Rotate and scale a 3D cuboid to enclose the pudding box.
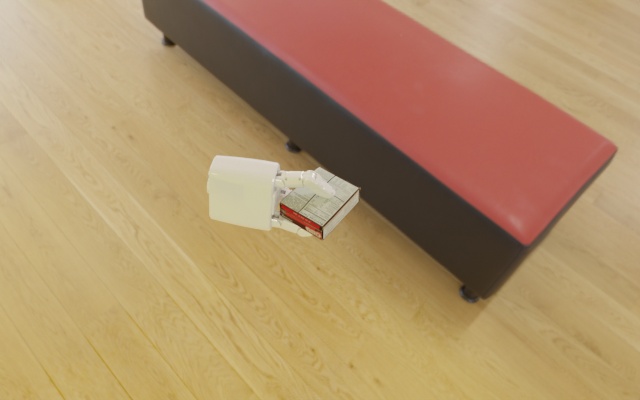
[{"bbox_3d":[0.000,0.002,0.795,0.090,0.039,0.113,30,55,22],"label":"pudding box"}]
